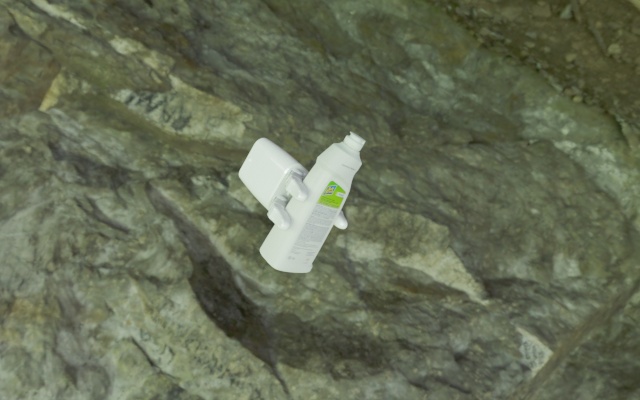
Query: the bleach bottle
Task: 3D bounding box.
[{"bbox_3d":[0.000,0.003,0.794,0.102,0.251,0.068,14,23,-51],"label":"bleach bottle"}]
